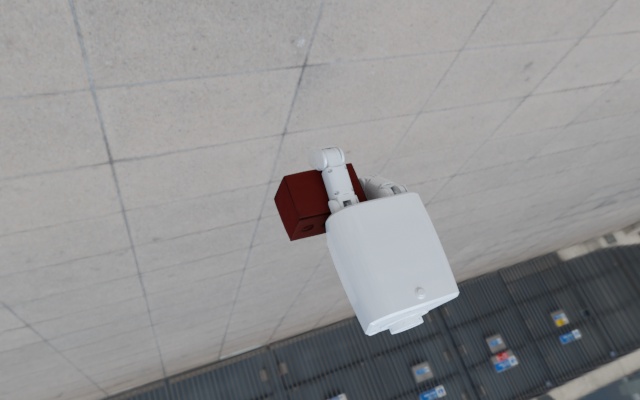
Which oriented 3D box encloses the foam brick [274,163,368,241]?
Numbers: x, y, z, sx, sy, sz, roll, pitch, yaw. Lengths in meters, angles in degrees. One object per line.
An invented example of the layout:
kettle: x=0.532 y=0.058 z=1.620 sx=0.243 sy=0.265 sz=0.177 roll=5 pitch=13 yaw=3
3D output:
foam brick: x=0.000 y=0.002 z=0.487 sx=0.078 sy=0.051 sz=0.053 roll=-12 pitch=-22 yaw=-21
